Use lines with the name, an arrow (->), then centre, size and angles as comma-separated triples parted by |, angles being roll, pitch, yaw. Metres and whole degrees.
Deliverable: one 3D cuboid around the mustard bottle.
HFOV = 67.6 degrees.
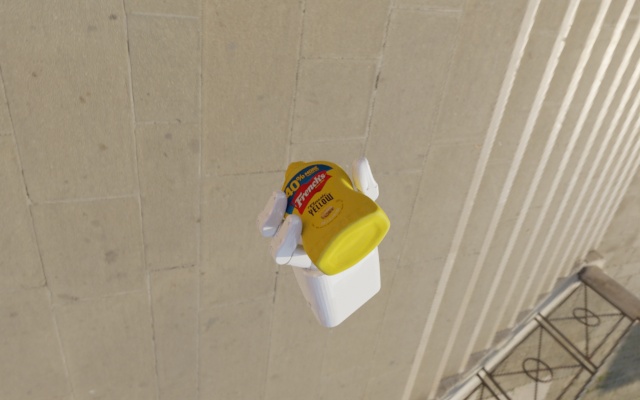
mustard bottle -> 0.000, 0.002, 0.590 | 0.058, 0.096, 0.191 | 46, 3, -39
